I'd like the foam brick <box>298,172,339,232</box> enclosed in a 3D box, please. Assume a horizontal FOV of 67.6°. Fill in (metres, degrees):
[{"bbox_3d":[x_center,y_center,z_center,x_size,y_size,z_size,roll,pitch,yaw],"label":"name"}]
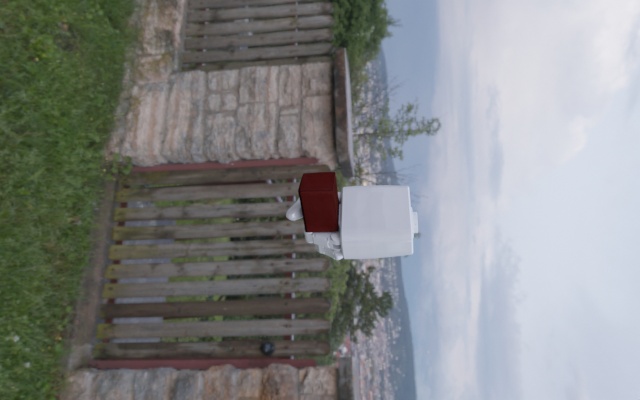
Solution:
[{"bbox_3d":[0.000,0.002,0.720,0.051,0.078,0.053,-3,35,9],"label":"foam brick"}]
